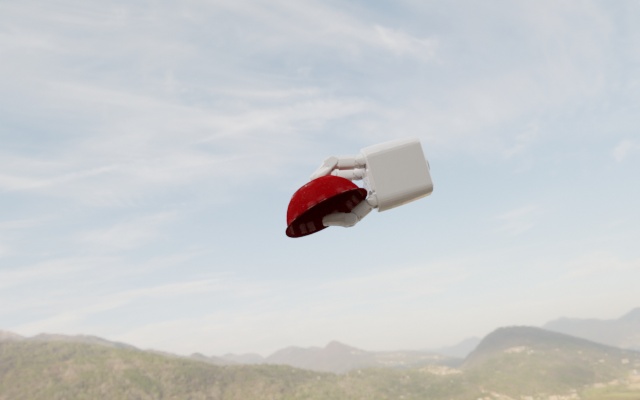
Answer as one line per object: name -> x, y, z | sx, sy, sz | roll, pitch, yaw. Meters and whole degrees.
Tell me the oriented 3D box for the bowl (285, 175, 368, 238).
bowl -> -0.001, 0.003, 0.839 | 0.162, 0.055, 0.162 | -26, -18, -9
